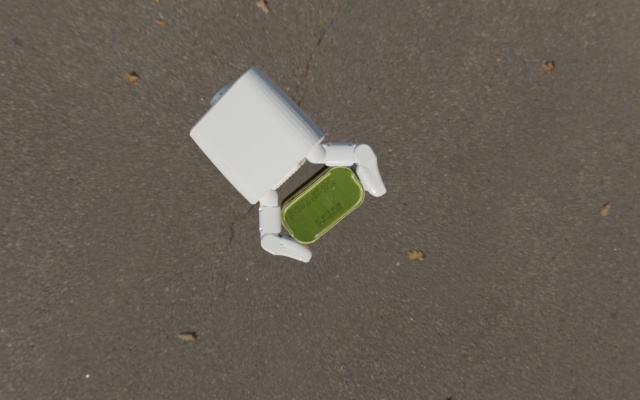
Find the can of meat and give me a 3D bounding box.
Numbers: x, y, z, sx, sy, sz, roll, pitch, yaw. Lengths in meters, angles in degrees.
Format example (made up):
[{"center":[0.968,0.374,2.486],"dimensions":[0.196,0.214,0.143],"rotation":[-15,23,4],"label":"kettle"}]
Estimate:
[{"center":[0.000,0.002,0.556],"dimensions":[0.102,0.057,0.084],"rotation":[-39,5,0],"label":"can of meat"}]
